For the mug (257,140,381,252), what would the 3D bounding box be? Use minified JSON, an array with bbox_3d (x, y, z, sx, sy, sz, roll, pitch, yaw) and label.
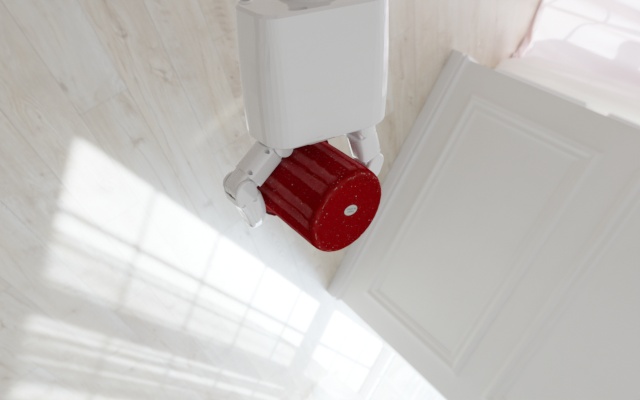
[{"bbox_3d":[0.000,0.003,0.435,0.093,0.117,0.081,-31,48,-27],"label":"mug"}]
